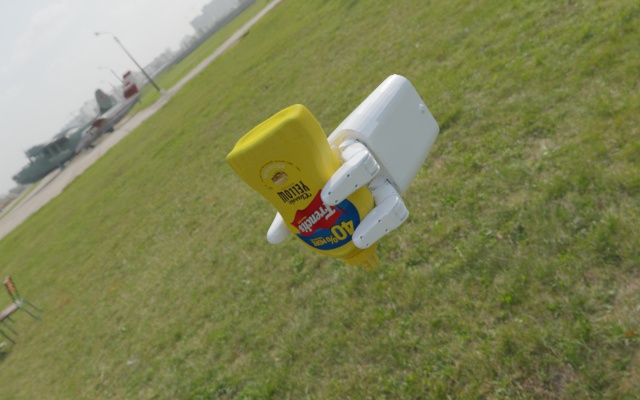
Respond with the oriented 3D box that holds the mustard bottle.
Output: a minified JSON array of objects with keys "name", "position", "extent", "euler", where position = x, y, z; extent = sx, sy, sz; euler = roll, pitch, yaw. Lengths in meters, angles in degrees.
[{"name":"mustard bottle","position":[0.000,0.002,0.485],"extent":[0.096,0.192,0.058],"euler":[-26,26,31]}]
